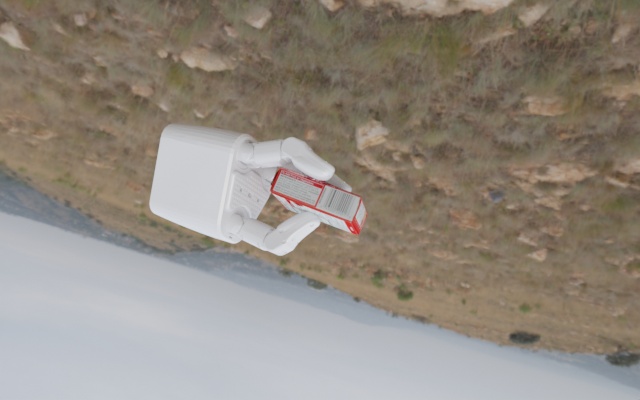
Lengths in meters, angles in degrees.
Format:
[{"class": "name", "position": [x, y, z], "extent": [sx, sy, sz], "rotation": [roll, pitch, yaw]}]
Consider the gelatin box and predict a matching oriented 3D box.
[{"class": "gelatin box", "position": [0.000, 0.002, 0.483], "extent": [0.089, 0.030, 0.073], "rotation": [21, -10, 14]}]
